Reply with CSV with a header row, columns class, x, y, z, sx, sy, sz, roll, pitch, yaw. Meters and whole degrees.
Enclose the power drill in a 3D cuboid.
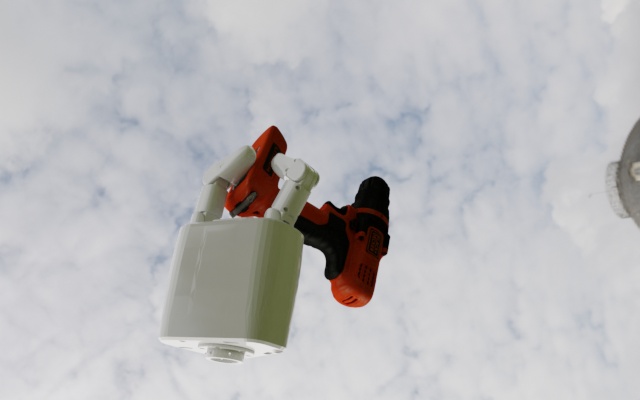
class,x,y,z,sx,sy,sz,roll,pitch,yaw
power drill,0.000,0.002,0.530,0.188,0.184,0.057,35,-47,-18
